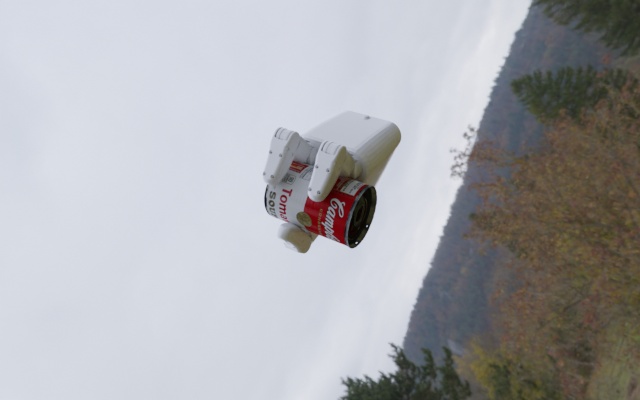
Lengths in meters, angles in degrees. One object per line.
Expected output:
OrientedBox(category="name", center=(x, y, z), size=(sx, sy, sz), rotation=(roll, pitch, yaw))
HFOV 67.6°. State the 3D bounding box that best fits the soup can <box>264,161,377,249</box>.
OrientedBox(category="soup can", center=(0.000, 0.002, 0.508), size=(0.102, 0.068, 0.068), rotation=(20, 8, 24))
